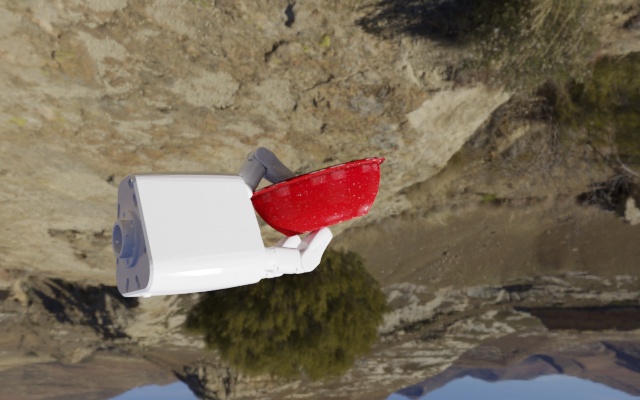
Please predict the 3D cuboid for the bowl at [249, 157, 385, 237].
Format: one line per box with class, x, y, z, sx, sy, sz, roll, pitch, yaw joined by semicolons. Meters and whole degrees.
bowl;0.001;0.002;0.527;0.162;0.055;0.162;-17;-2;-1
